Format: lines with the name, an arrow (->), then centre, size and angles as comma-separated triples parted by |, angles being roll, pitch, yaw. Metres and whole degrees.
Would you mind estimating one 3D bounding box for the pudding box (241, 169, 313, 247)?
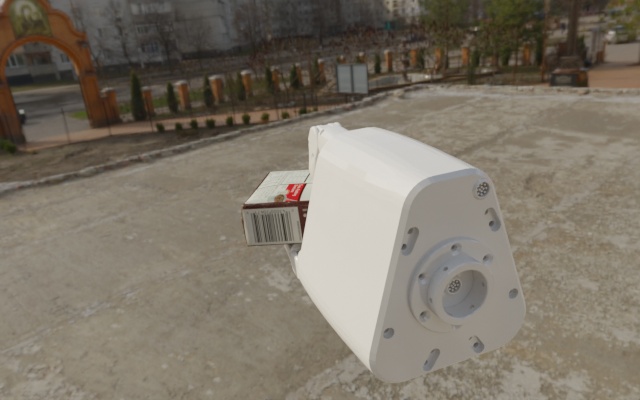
pudding box -> 0.000, 0.001, 0.402 | 0.113, 0.039, 0.090 | -2, 20, 10
